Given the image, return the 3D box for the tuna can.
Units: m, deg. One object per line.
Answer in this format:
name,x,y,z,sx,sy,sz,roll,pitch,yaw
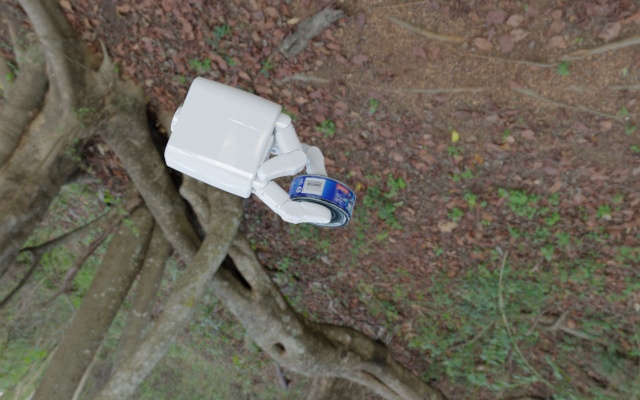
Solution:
tuna can,0.000,0.003,0.606,0.086,0.033,0.086,13,-24,6
